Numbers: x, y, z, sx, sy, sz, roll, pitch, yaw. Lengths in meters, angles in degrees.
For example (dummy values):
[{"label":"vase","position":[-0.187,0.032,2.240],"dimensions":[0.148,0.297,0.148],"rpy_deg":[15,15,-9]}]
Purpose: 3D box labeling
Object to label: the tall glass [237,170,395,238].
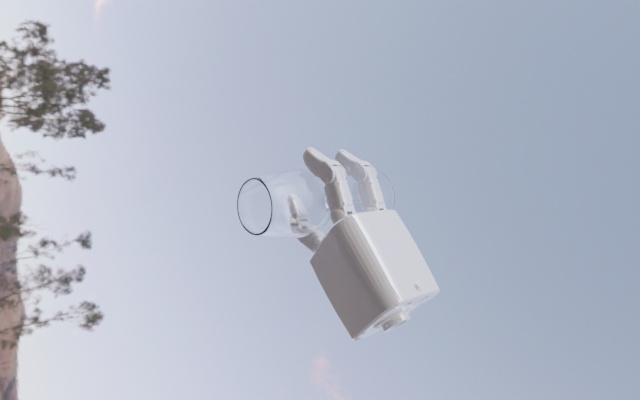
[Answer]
[{"label":"tall glass","position":[0.000,0.002,0.574],"dimensions":[0.201,0.079,0.079],"rpy_deg":[-4,2,-45]}]
